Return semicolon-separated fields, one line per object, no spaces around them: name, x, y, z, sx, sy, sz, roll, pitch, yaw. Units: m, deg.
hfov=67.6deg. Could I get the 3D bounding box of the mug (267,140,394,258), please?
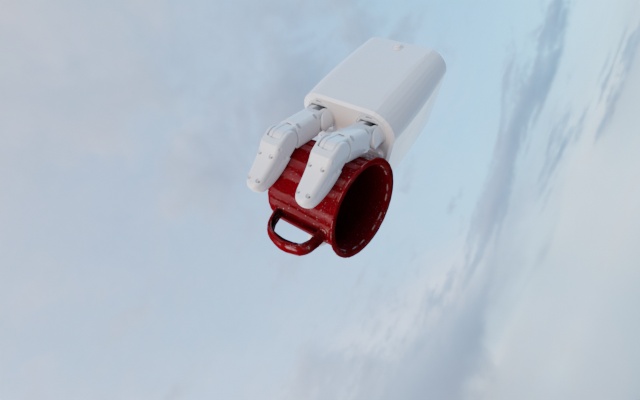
mug;-0.001;0.002;0.427;0.081;0.117;0.093;25;-30;31
